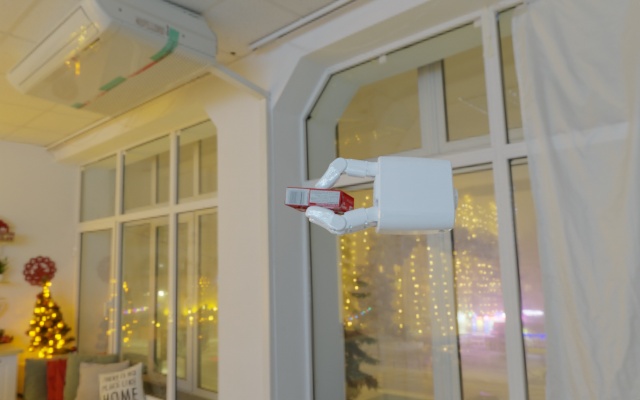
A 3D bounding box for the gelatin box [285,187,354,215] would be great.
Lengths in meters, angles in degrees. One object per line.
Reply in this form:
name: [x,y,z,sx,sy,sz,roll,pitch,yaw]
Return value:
gelatin box: [0.000,0.002,0.720,0.089,0.030,0.073,4,-8,18]
